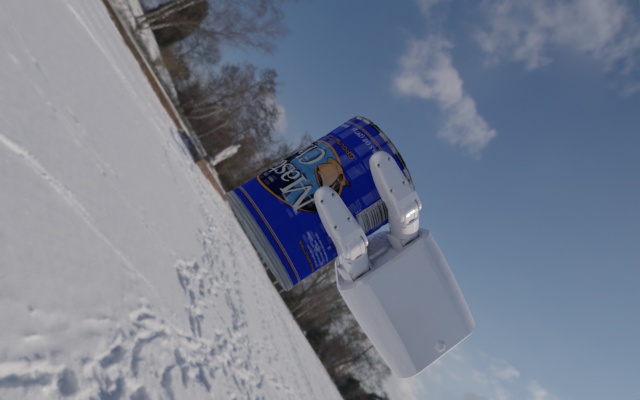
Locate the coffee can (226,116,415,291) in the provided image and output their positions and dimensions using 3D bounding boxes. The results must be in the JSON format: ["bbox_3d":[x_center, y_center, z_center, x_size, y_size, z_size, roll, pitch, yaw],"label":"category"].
[{"bbox_3d":[0.000,0.001,0.439,0.140,0.103,0.103,-32,7,-12],"label":"coffee can"}]
